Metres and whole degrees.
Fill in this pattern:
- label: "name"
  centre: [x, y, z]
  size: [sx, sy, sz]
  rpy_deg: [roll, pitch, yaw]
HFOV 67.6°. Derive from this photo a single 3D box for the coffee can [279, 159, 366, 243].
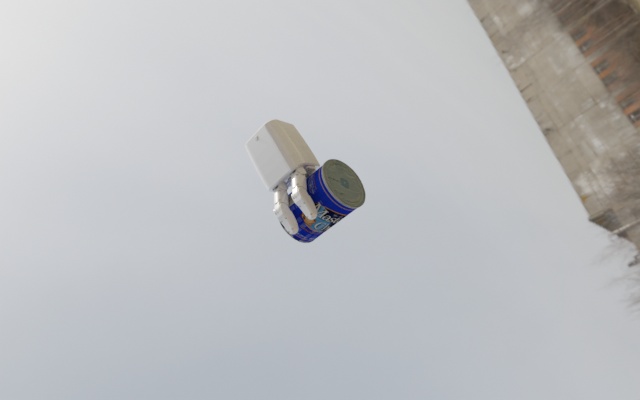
- label: "coffee can"
  centre: [0.000, 0.003, 0.897]
  size: [0.103, 0.102, 0.140]
  rpy_deg: [0, -31, -48]
